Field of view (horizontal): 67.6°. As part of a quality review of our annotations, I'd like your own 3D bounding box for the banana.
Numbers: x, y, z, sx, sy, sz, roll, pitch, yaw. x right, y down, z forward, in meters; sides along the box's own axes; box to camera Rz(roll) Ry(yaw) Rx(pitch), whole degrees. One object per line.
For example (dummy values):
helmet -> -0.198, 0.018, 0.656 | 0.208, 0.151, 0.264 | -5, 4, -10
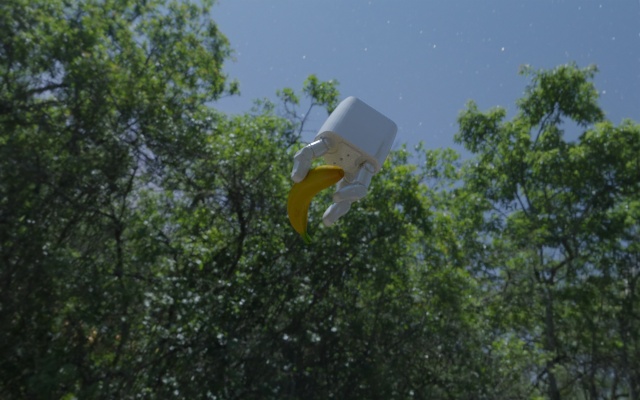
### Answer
banana -> -0.017, -0.005, 0.765 | 0.069, 0.037, 0.198 | 31, -38, 5
